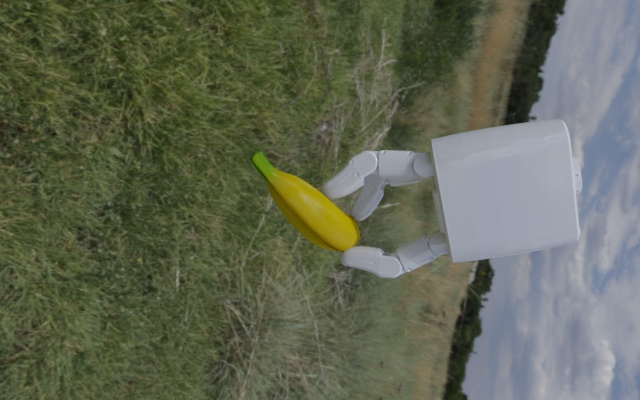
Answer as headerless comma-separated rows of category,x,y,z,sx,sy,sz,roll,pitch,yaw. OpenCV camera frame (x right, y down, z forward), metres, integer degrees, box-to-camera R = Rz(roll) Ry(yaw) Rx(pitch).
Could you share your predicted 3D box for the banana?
banana,0.005,0.016,0.446,0.037,0.069,0.198,-29,-28,11
